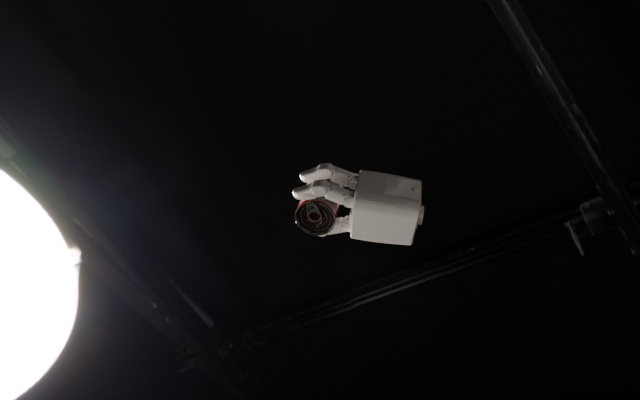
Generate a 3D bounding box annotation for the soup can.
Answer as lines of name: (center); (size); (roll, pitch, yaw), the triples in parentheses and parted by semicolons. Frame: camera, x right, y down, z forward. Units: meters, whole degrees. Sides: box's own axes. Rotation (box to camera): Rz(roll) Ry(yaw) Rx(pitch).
soup can: (0.000, 0.003, 0.825); (0.068, 0.068, 0.102); (0, 34, 13)
